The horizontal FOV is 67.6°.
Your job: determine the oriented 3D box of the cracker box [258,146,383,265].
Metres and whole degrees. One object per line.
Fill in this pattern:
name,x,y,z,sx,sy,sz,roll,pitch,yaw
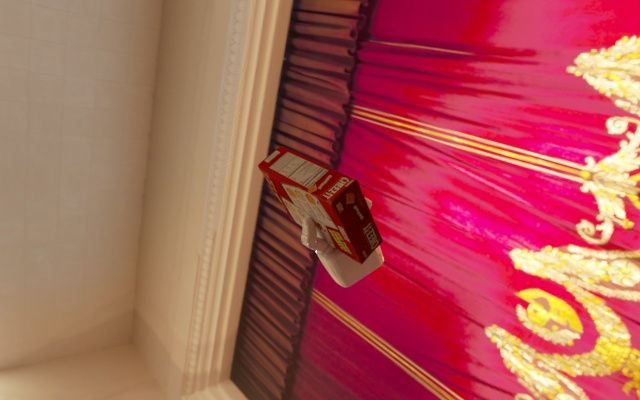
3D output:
cracker box,0.000,0.003,0.874,0.072,0.164,0.213,-44,43,-18
